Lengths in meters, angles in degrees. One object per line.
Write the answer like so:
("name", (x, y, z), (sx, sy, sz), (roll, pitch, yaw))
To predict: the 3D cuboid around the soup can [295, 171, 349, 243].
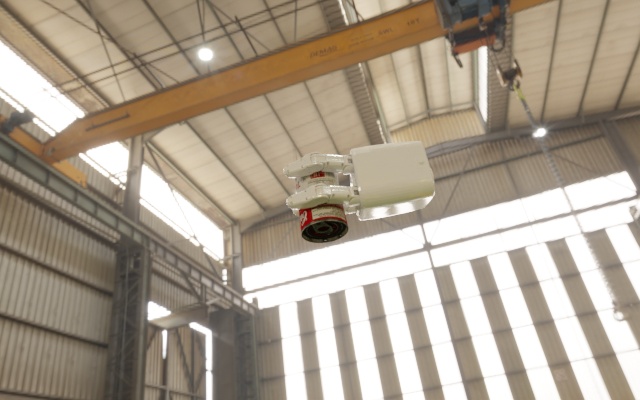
("soup can", (0.000, 0.002, 0.705), (0.068, 0.102, 0.068), (-6, -31, -4))
